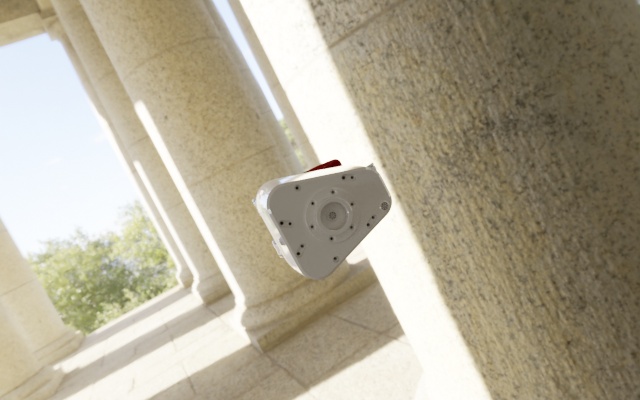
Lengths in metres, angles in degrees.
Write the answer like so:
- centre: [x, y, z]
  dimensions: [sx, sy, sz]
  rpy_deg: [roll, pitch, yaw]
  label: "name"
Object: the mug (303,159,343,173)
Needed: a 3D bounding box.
- centre: [0.000, 0.002, 0.586]
  dimensions: [0.093, 0.081, 0.117]
  rpy_deg: [-27, 7, -11]
  label: "mug"
